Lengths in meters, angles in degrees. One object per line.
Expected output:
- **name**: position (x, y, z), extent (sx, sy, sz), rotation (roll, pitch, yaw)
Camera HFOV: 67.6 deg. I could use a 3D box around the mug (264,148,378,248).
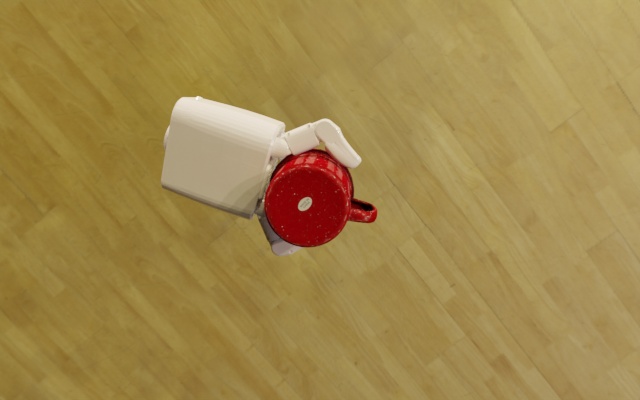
- **mug**: position (0.001, 0.002, 0.479), extent (0.117, 0.093, 0.081), rotation (17, 12, -2)
